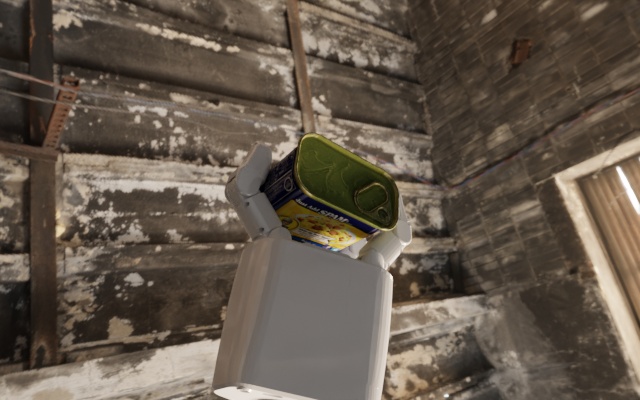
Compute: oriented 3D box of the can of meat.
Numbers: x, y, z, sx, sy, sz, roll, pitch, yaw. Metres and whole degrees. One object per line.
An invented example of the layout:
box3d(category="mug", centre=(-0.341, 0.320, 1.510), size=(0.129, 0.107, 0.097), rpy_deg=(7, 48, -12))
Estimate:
box3d(category="can of meat", centre=(0.000, 0.001, 0.400), size=(0.102, 0.057, 0.084), rpy_deg=(25, -37, -27))
